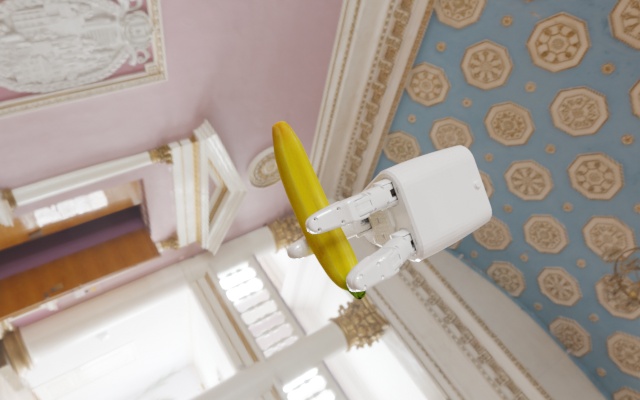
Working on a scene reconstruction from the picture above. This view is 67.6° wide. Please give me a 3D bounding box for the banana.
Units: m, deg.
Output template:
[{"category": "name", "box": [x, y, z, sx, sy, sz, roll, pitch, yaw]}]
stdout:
[{"category": "banana", "box": [-0.002, 0.012, 0.489, 0.037, 0.197, 0.070, -21, -18, -21]}]
